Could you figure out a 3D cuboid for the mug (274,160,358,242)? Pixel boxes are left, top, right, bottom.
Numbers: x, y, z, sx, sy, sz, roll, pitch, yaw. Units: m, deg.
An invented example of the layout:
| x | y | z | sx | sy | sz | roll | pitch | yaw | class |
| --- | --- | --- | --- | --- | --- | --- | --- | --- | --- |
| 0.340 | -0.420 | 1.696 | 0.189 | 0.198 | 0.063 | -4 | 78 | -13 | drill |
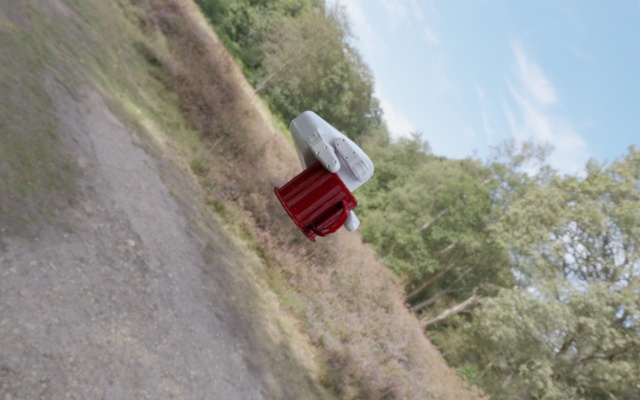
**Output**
| x | y | z | sx | sy | sz | roll | pitch | yaw | class |
| --- | --- | --- | --- | --- | --- | --- | --- | --- | --- |
| 0.001 | 0.003 | 0.640 | 0.081 | 0.093 | 0.117 | -36 | 37 | 4 | mug |
